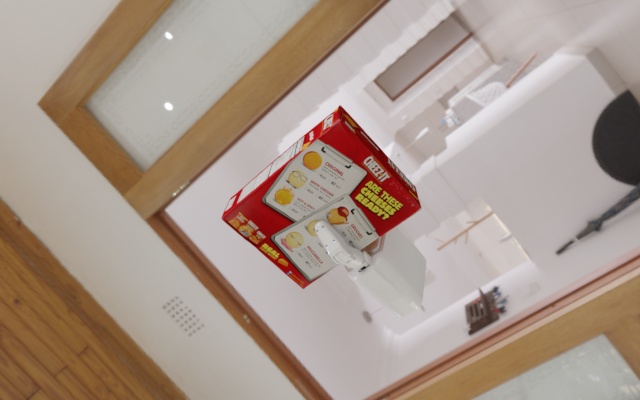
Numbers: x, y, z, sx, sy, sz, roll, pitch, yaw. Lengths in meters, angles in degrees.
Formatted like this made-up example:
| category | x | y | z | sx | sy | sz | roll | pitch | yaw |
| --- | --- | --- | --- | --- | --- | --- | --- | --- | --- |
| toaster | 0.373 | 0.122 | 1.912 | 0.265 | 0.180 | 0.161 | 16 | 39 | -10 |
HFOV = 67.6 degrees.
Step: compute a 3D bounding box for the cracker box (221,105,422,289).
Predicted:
| category | x | y | z | sx | sy | sz | roll | pitch | yaw |
| --- | --- | --- | --- | --- | --- | --- | --- | --- | --- |
| cracker box | 0.000 | 0.002 | 0.652 | 0.214 | 0.164 | 0.072 | -38 | 22 | 21 |
